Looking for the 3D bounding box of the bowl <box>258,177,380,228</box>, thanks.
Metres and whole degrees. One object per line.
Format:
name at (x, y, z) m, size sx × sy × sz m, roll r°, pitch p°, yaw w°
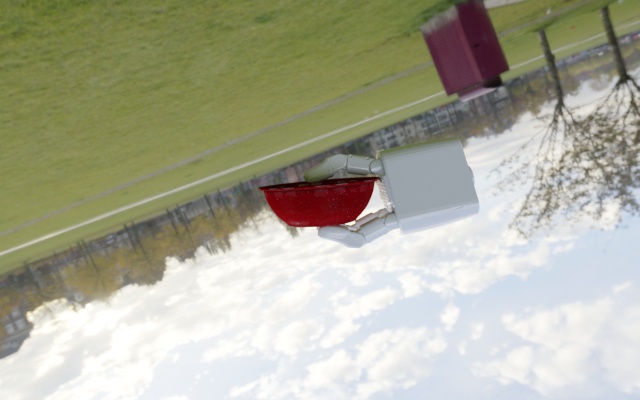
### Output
bowl at (-0.001, 0.003, 0.632) m, size 0.162 × 0.055 × 0.162 m, roll -4°, pitch 5°, yaw 0°
